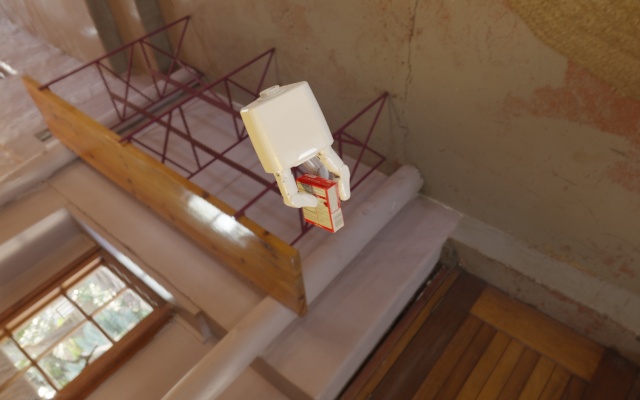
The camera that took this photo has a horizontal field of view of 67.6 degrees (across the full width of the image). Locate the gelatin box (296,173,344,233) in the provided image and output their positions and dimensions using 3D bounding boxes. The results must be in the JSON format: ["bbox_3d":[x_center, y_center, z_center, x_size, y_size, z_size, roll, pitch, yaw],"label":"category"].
[{"bbox_3d":[0.000,0.003,0.813,0.073,0.089,0.030,19,41,42],"label":"gelatin box"}]
